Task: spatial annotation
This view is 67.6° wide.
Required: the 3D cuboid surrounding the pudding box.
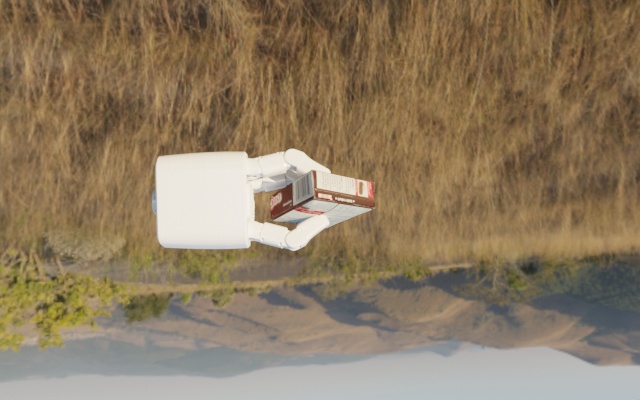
[{"bbox_3d":[0.000,0.002,0.598,0.090,0.039,0.113,9,-19,-31],"label":"pudding box"}]
